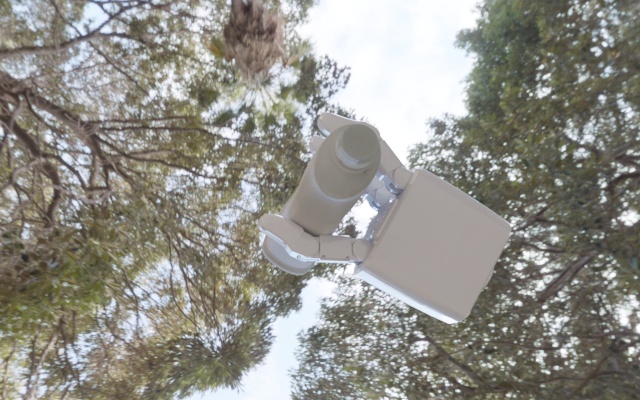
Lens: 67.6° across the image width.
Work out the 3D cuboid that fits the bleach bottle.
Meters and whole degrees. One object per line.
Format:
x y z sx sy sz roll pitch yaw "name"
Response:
0.000 0.001 0.462 0.068 0.102 0.251 31 -21 -1 "bleach bottle"
